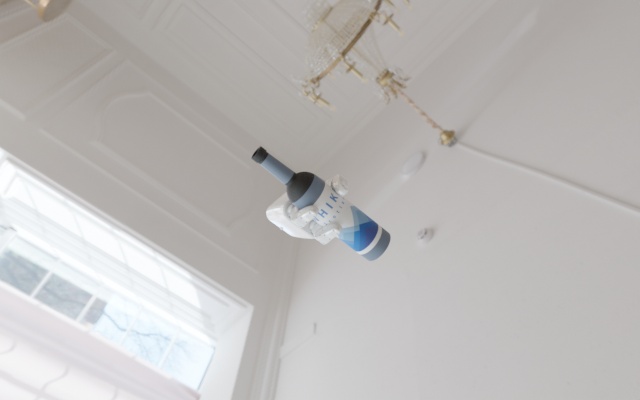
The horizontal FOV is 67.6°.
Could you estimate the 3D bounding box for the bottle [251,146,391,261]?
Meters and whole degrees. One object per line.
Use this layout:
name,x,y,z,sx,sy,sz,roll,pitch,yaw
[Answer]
bottle,0.000,0.003,0.861,0.296,0.069,0.069,38,-14,-19
